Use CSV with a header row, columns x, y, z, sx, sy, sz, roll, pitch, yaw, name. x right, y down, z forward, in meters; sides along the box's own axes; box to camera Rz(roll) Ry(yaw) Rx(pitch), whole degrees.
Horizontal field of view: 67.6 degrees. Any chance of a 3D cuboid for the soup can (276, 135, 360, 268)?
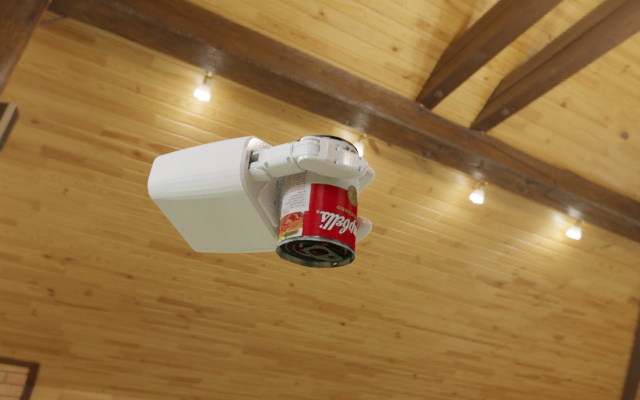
x,y,z,sx,sy,sz,roll,pitch,yaw,name
0.000,0.001,0.427,0.068,0.102,0.068,4,-27,2,soup can
